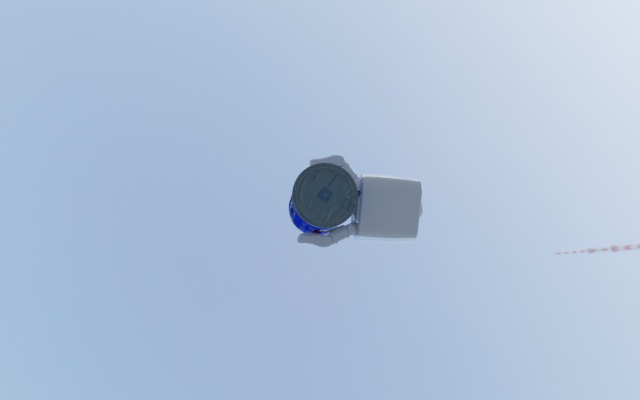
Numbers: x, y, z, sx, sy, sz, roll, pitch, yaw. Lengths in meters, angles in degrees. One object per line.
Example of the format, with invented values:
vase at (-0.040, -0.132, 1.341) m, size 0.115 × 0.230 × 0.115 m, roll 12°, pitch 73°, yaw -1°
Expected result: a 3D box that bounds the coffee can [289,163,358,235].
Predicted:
coffee can at (0.000, 0.003, 0.803) m, size 0.103 × 0.103 × 0.140 m, roll 0°, pitch -9°, yaw -6°
